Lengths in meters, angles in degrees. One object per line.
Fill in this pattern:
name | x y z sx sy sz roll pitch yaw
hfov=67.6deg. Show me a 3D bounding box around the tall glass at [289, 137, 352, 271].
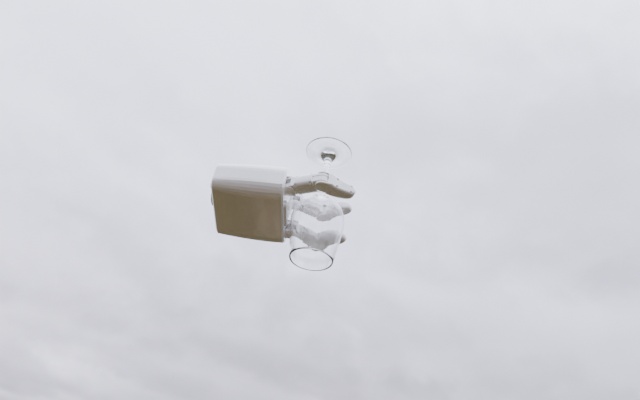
tall glass | 0.000 0.002 0.710 0.079 0.201 0.079 6 -37 4
